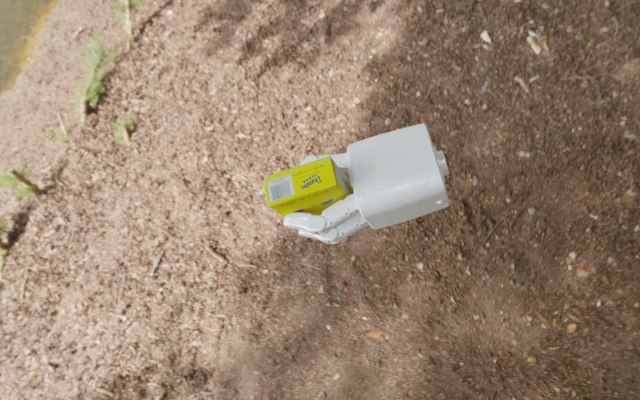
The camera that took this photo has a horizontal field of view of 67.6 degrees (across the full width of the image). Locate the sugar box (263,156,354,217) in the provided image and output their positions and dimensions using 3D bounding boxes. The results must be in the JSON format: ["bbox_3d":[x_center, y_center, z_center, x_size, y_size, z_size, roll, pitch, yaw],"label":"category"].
[{"bbox_3d":[0.000,0.003,0.652,0.093,0.048,0.176,-17,-23,13],"label":"sugar box"}]
